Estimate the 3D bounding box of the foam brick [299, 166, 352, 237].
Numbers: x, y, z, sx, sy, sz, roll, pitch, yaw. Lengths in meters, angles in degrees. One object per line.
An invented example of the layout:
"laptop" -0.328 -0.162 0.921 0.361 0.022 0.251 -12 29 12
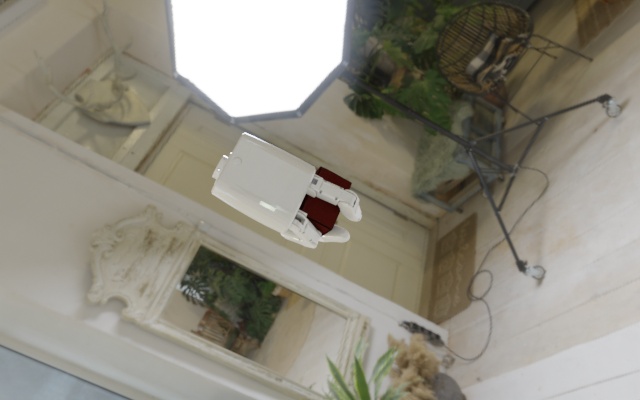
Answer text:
"foam brick" 0.000 0.002 0.660 0.051 0.078 0.053 28 -23 -9
